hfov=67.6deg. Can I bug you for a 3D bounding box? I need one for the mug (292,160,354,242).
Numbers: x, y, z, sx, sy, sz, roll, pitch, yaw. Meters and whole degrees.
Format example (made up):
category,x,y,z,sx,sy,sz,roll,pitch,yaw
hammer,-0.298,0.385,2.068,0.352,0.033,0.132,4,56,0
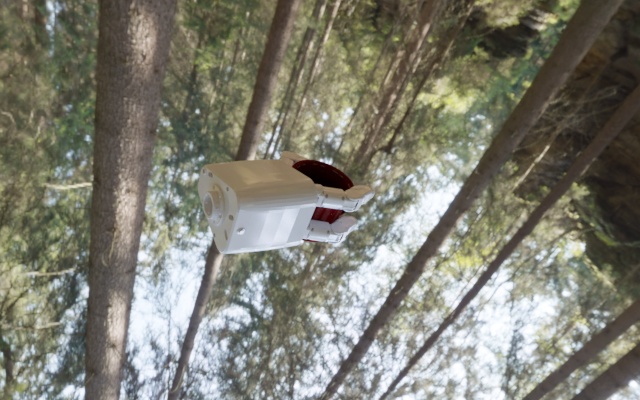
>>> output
category,x,y,z,sx,sy,sz,roll,pitch,yaw
mug,0.001,0.002,0.673,0.117,0.081,0.093,-4,43,-36
